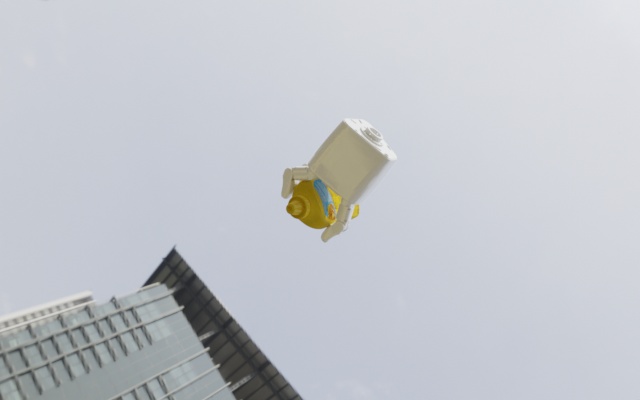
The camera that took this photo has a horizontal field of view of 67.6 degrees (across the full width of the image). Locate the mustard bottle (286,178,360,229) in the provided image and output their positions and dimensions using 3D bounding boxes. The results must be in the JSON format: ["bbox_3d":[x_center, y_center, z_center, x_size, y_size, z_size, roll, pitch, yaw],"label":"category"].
[{"bbox_3d":[0.000,0.003,0.877,0.058,0.096,0.191,-24,-6,32],"label":"mustard bottle"}]
